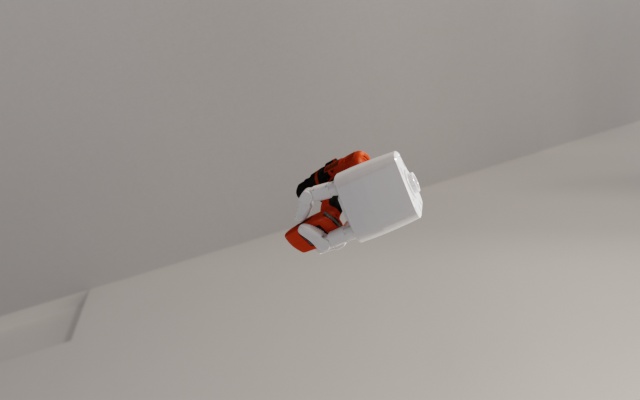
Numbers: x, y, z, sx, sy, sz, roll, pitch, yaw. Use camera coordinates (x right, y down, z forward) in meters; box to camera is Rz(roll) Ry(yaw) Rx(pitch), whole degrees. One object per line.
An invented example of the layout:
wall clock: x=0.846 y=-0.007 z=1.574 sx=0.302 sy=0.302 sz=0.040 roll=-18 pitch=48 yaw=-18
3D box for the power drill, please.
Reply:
power drill: x=0.000 y=0.003 z=0.871 sx=0.057 sy=0.187 sz=0.184 roll=41 pitch=-45 yaw=-22
